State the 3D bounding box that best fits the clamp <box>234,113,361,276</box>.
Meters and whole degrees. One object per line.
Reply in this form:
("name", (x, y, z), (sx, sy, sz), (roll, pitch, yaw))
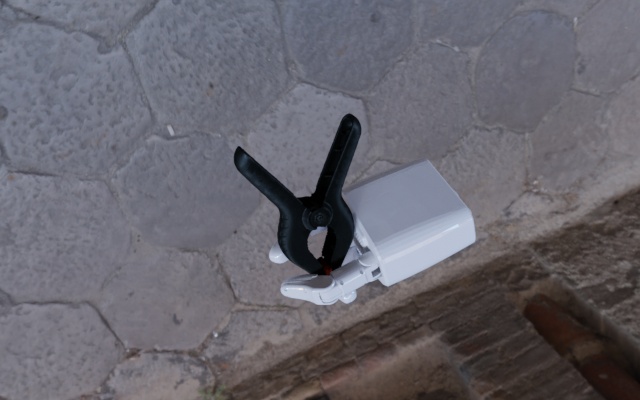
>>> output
("clamp", (0.000, 0.002, 0.460), (0.120, 0.172, 0.039), (-24, 33, -6))
